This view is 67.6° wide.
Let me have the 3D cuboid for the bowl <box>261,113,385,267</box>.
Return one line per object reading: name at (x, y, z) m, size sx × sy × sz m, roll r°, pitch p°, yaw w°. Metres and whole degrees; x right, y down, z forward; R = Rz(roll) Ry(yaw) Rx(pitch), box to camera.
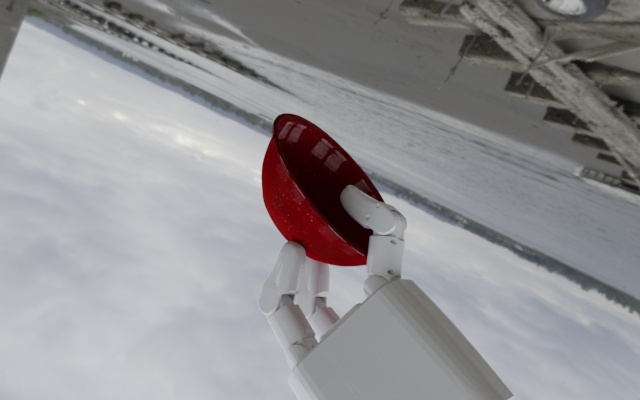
bowl at (-0.001, 0.001, 0.426) m, size 0.055 × 0.162 × 0.162 m, roll -39°, pitch -17°, yaw 22°
